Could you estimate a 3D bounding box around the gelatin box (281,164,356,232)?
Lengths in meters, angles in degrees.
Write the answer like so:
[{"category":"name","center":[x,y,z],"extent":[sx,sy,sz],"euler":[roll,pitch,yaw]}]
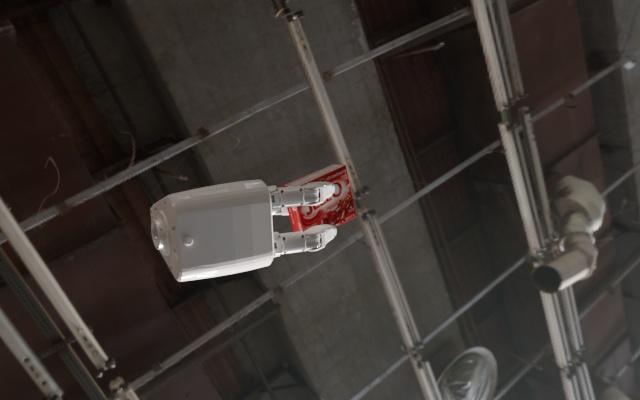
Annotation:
[{"category":"gelatin box","center":[0.000,0.002,0.612],"extent":[0.089,0.073,0.030],"euler":[-25,22,-32]}]
